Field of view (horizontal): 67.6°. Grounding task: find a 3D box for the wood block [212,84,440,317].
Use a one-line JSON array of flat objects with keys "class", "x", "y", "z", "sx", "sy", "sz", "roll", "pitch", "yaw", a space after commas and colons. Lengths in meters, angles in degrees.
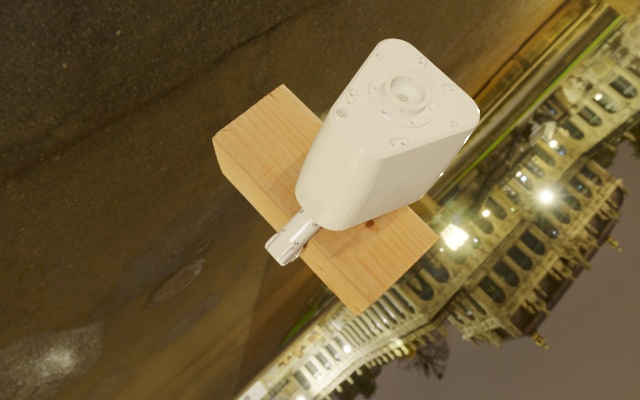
[{"class": "wood block", "x": 0.000, "y": 0.002, "z": 0.464, "sx": 0.091, "sy": 0.206, "sz": 0.090, "roll": -41, "pitch": -12, "yaw": -16}]
